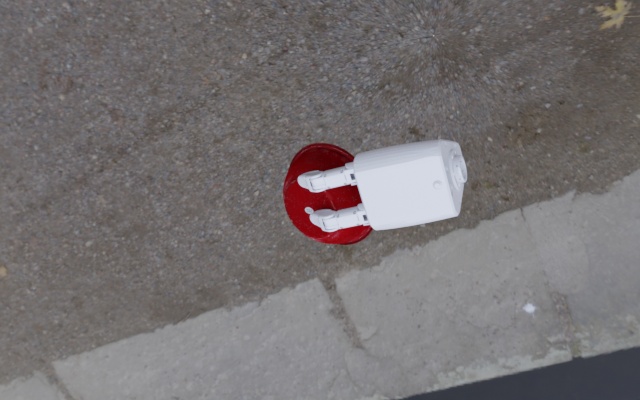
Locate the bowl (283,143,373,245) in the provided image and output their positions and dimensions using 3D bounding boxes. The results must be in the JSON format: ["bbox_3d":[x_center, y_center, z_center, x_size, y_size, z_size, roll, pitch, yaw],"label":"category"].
[{"bbox_3d":[-0.001,0.003,0.684,0.162,0.162,0.055,0,23,39],"label":"bowl"}]
